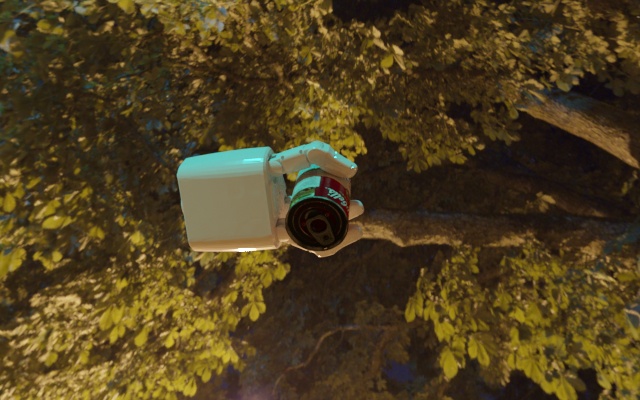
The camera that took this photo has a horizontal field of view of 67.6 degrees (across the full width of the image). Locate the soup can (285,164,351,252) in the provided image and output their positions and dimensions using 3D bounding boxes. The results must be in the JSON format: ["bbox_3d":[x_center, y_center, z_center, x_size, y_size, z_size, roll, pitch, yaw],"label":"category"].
[{"bbox_3d":[0.001,0.001,0.546,0.068,0.068,0.102,0,29,6],"label":"soup can"}]
